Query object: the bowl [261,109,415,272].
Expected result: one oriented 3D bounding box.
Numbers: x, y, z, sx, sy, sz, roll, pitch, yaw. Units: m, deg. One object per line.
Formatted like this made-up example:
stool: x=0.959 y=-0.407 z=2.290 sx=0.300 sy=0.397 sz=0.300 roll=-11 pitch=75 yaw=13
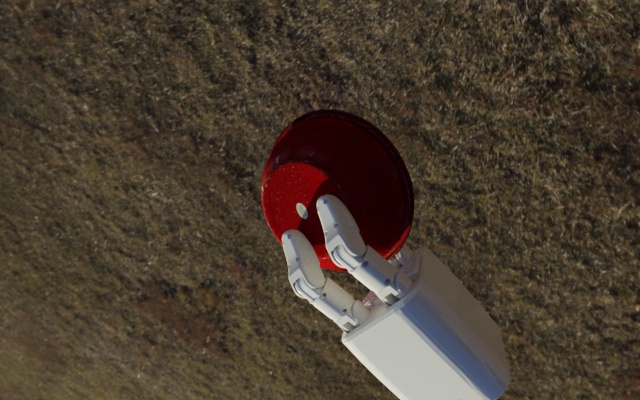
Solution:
bowl: x=-0.001 y=0.001 z=0.435 sx=0.162 sy=0.162 sz=0.055 roll=0 pitch=17 yaw=34
